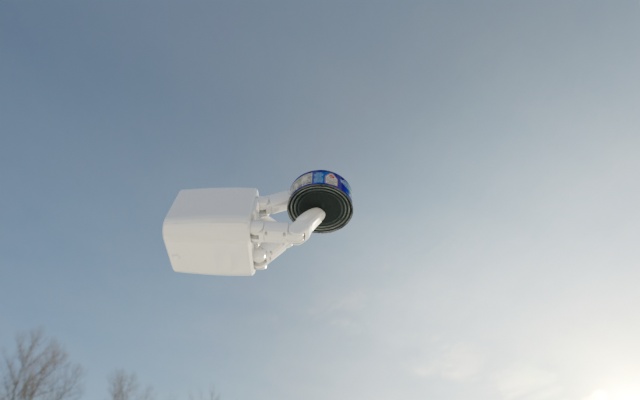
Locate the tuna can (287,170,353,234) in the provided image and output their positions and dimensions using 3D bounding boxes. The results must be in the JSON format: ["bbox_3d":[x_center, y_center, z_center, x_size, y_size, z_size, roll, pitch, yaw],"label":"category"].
[{"bbox_3d":[0.000,0.002,0.628,0.086,0.086,0.033,0,42,3],"label":"tuna can"}]
